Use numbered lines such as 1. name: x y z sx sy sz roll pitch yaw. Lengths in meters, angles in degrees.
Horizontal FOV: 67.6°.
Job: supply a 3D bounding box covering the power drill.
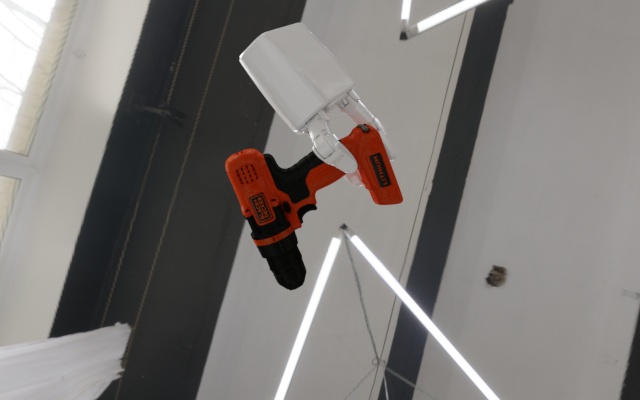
1. power drill: 0.000 0.001 0.580 0.187 0.184 0.057 -22 17 -3
